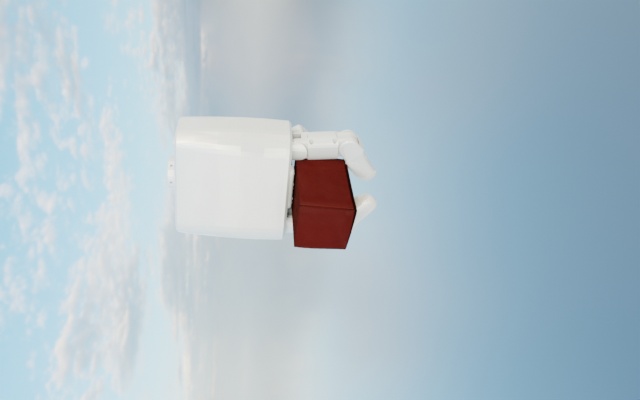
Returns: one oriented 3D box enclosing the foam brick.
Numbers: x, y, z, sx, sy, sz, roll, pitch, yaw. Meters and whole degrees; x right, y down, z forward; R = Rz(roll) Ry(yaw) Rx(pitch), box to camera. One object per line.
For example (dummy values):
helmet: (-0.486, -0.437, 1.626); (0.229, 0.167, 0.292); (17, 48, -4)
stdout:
foam brick: (0.000, 0.002, 0.454); (0.051, 0.053, 0.078); (3, 40, -10)
